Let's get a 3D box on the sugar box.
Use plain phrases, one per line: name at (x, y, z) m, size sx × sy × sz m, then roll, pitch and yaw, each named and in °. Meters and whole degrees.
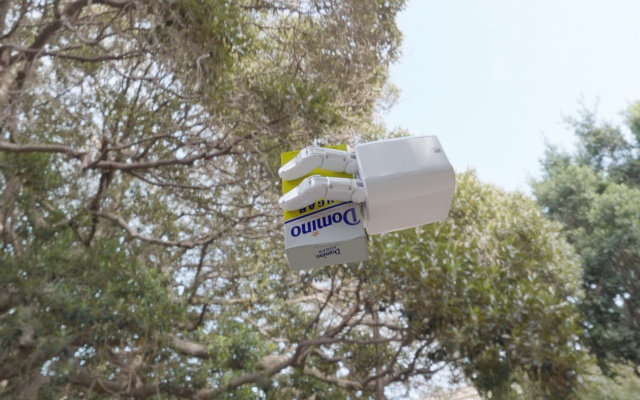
sugar box at (0.000, 0.001, 0.597) m, size 0.093 × 0.048 × 0.176 m, roll -9°, pitch 41°, yaw 1°
